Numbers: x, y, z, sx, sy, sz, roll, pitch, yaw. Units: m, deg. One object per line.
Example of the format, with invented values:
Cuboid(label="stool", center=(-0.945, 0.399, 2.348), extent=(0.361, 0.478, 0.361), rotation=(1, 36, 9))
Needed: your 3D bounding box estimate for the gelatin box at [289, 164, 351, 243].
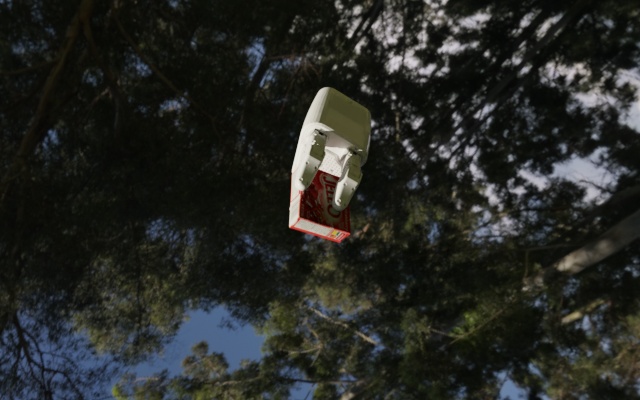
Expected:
Cuboid(label="gelatin box", center=(0.000, 0.003, 0.609), extent=(0.073, 0.089, 0.030), rotation=(19, -40, -23))
